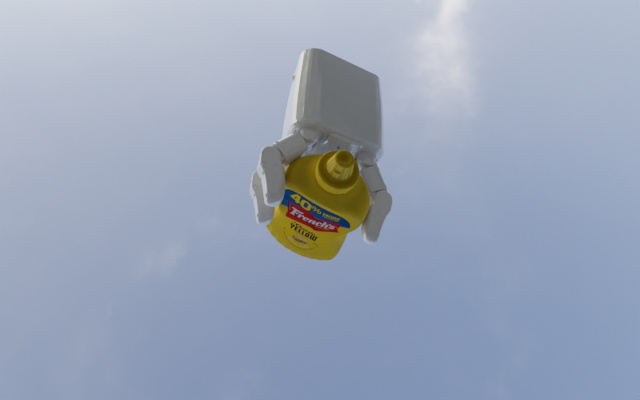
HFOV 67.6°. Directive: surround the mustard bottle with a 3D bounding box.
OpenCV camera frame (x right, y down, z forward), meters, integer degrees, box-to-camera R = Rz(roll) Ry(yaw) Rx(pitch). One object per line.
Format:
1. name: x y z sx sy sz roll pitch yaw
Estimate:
1. mustard bottle: 0.000 0.002 0.506 0.096 0.058 0.192 30 -29 0
